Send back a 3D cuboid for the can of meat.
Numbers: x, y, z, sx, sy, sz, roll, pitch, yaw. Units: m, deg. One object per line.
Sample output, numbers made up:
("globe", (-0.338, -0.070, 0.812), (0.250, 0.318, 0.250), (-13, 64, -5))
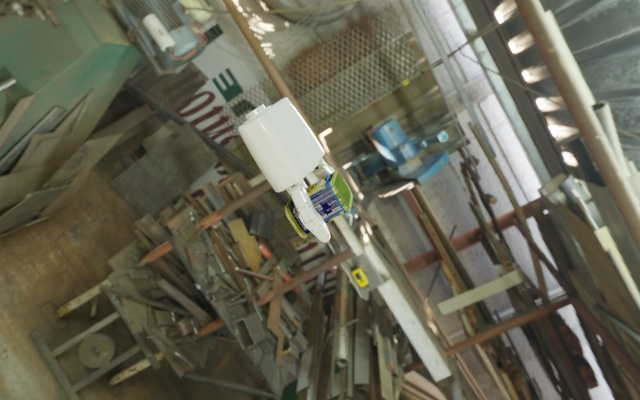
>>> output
("can of meat", (0.000, 0.002, 0.734), (0.084, 0.057, 0.102), (-30, 12, 14))
